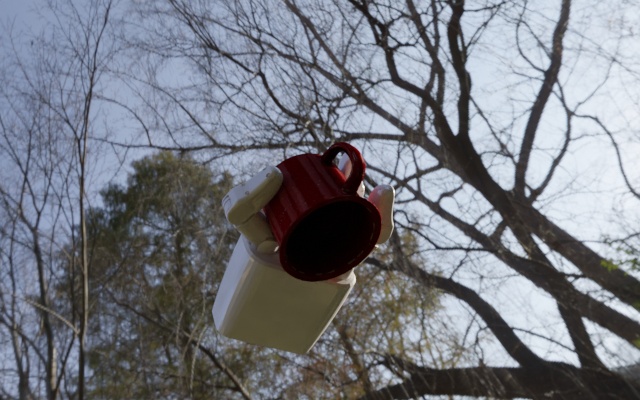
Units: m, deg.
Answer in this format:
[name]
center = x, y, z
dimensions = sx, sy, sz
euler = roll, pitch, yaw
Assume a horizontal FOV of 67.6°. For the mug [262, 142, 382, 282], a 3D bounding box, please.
[mug]
center = 0.001, 0.000, 0.421
dimensions = 0.093, 0.117, 0.081
euler = 10, 31, -33
